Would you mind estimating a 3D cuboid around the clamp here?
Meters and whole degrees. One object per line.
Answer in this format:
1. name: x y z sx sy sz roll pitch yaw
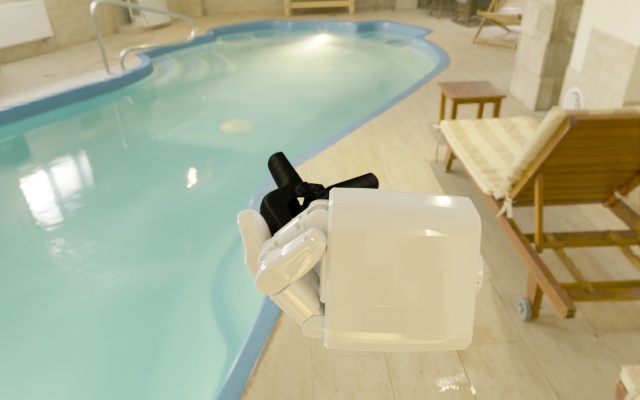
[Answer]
1. clamp: 0.000 0.001 0.452 0.120 0.039 0.171 4 30 0
